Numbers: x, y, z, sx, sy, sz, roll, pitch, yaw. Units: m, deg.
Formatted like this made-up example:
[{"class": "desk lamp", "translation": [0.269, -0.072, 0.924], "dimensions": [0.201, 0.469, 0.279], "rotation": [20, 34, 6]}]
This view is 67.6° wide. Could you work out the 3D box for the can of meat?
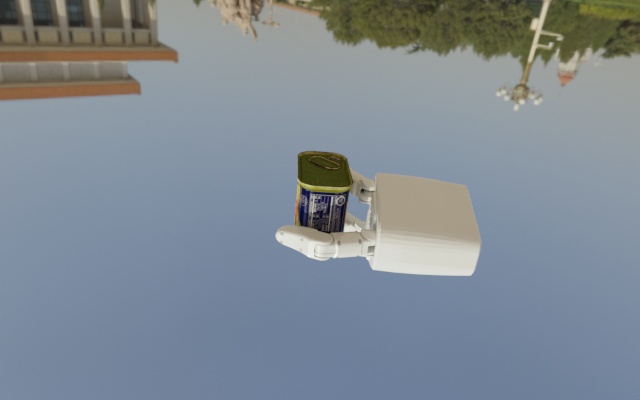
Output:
[{"class": "can of meat", "translation": [0.000, 0.002, 0.531], "dimensions": [0.057, 0.084, 0.102], "rotation": [3, 26, -5]}]
